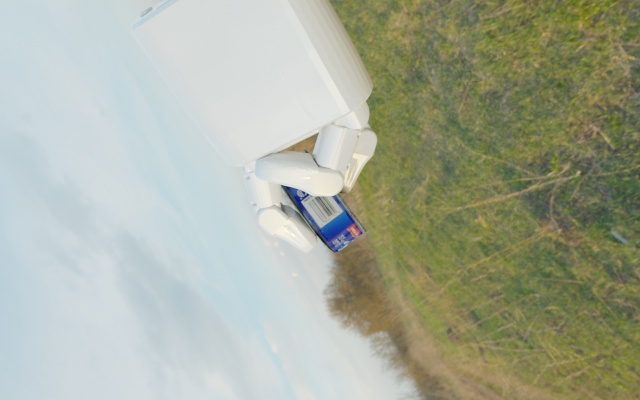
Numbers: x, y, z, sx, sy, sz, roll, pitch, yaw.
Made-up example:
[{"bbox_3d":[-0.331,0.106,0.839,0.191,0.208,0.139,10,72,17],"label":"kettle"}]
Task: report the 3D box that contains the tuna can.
[{"bbox_3d":[0.000,0.002,0.400,0.034,0.086,0.086,-37,-2,2],"label":"tuna can"}]
